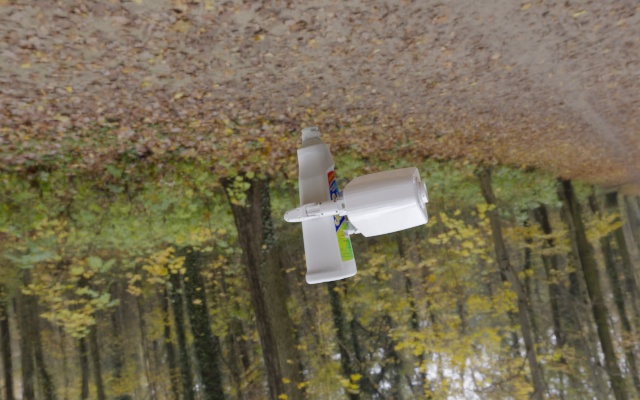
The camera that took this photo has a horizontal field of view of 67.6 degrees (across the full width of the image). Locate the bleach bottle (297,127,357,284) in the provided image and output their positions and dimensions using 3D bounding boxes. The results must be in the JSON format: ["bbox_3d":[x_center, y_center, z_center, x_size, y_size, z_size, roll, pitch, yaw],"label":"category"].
[{"bbox_3d":[0.000,0.003,0.777,0.068,0.251,0.102,-12,-7,20],"label":"bleach bottle"}]
